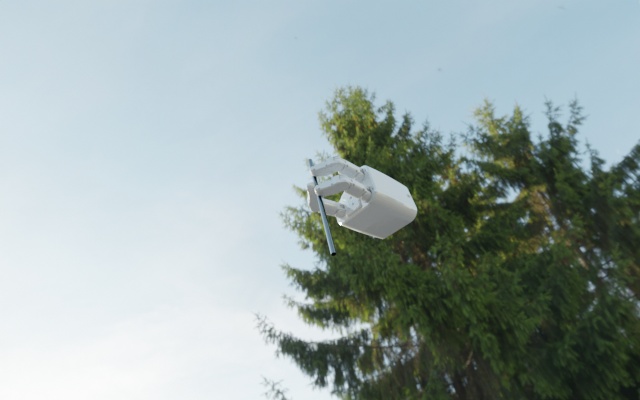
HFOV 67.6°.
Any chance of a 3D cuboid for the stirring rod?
[{"bbox_3d":[0.000,0.003,0.802,0.011,0.011,0.239,0,40,-12],"label":"stirring rod"}]
